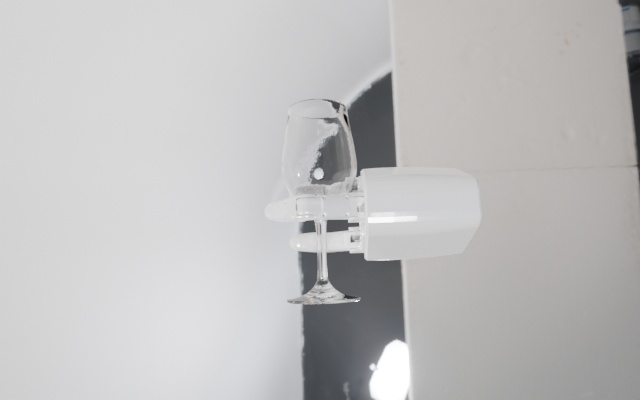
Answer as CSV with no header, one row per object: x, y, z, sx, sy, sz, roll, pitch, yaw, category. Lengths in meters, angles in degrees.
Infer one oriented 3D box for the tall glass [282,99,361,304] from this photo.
0.000,0.002,0.491,0.079,0.201,0.079,-2,-7,0,tall glass
